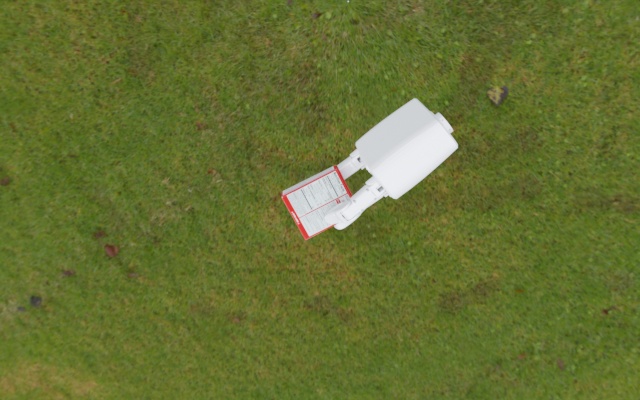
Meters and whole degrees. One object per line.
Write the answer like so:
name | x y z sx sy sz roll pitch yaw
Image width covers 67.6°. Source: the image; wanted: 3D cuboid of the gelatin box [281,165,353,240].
gelatin box | 0.000 0.002 0.671 0.089 0.073 0.030 -27 17 4
